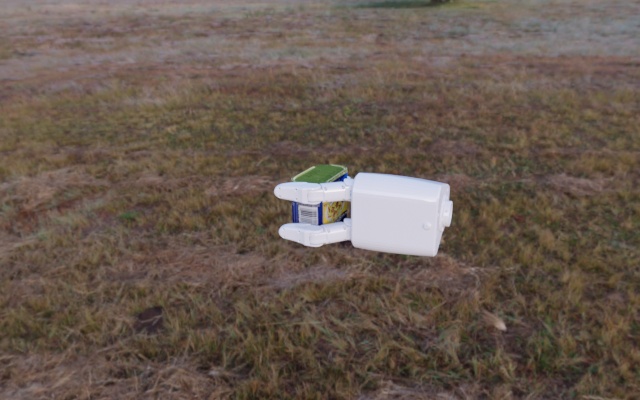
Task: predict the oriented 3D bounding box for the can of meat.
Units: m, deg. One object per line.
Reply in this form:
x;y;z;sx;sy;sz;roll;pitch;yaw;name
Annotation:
0.000;0.002;0.657;0.057;0.084;0.102;9;22;24;can of meat
